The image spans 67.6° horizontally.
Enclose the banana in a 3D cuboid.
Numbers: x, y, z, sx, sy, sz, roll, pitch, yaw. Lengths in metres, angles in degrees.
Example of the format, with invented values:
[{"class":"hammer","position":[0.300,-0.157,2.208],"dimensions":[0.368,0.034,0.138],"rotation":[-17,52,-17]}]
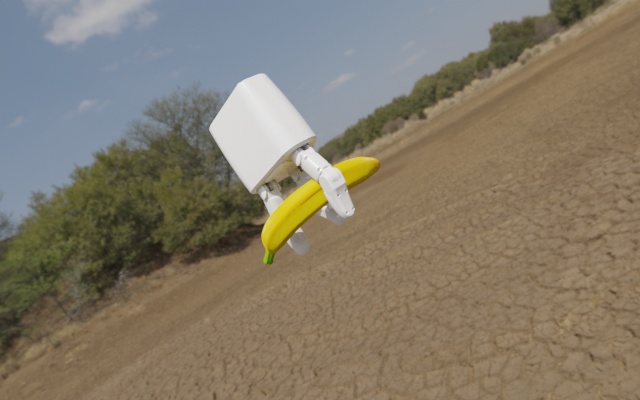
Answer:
[{"class":"banana","position":[-0.004,-0.002,0.588],"dimensions":[0.198,0.037,0.070],"rotation":[-39,-17,-10]}]
